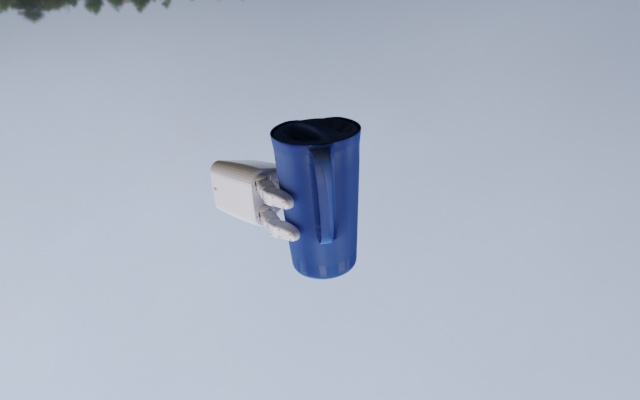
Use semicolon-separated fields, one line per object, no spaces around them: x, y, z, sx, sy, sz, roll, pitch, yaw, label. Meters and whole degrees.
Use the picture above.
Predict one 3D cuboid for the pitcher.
0.000;0.002;0.738;0.145;0.243;0.149;16;32;35;pitcher
